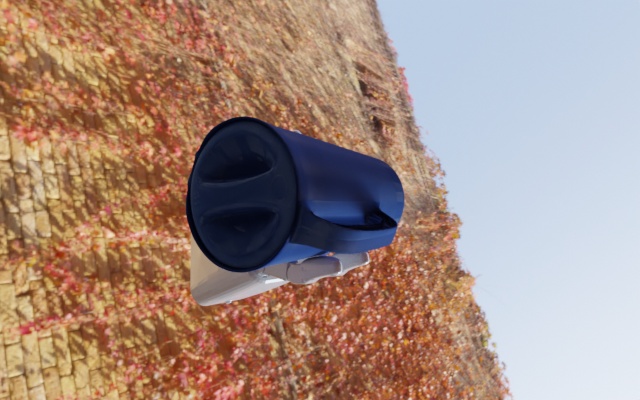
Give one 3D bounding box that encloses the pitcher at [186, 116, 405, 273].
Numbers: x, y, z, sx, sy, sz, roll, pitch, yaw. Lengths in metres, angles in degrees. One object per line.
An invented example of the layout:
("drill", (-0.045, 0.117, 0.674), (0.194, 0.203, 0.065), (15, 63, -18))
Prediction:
("pitcher", (0.000, 0.002, 0.496), (0.145, 0.149, 0.243), (-30, -17, 31))
